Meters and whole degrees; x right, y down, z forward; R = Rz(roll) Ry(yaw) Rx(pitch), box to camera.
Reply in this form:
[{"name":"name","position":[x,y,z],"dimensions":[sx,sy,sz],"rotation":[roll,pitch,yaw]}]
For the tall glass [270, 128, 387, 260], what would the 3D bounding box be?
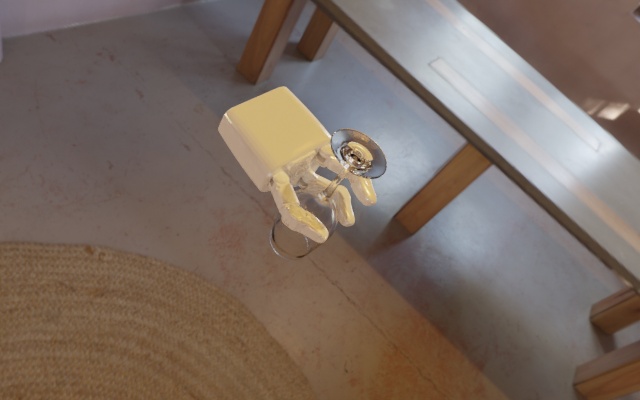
[{"name":"tall glass","position":[0.000,0.002,0.612],"dimensions":[0.079,0.079,0.201],"rotation":[0,-35,-33]}]
